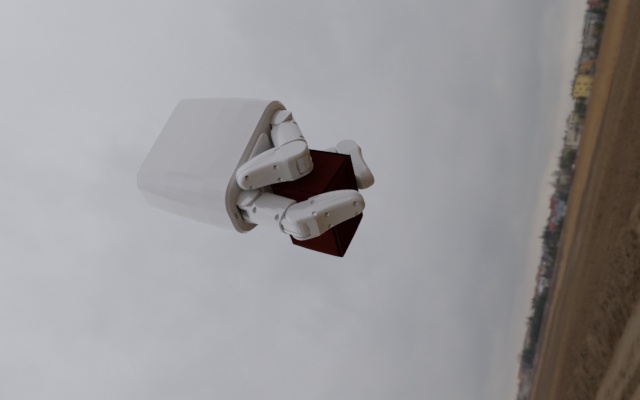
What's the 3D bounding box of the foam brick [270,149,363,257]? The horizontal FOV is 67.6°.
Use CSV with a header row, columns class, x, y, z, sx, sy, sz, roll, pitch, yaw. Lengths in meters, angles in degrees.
class,x,y,z,sx,sy,sz,roll,pitch,yaw
foam brick,0.000,0.002,0.416,0.051,0.078,0.053,10,48,26
